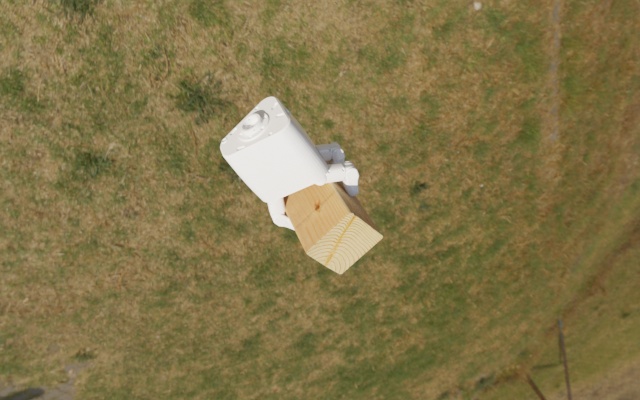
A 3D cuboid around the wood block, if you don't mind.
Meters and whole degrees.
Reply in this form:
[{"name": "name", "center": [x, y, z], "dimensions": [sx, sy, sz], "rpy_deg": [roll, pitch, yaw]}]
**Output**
[{"name": "wood block", "center": [0.000, 0.003, 0.758], "dimensions": [0.090, 0.091, 0.206], "rpy_deg": [36, 16, -41]}]
